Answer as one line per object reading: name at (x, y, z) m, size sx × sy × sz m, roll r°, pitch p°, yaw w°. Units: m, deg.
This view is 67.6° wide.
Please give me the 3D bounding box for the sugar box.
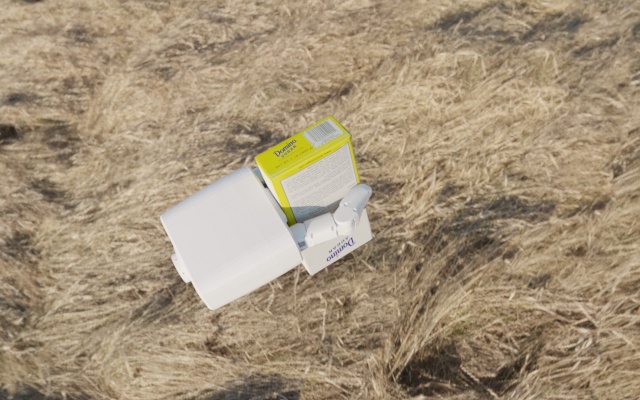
sugar box at (0.000, 0.001, 0.529) m, size 0.093 × 0.048 × 0.176 m, roll -30°, pitch -38°, yaw -11°
